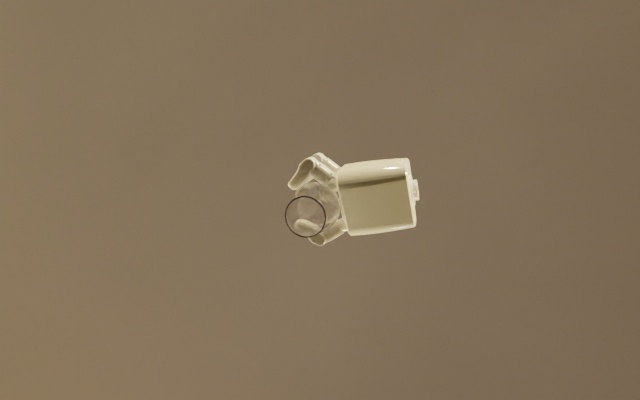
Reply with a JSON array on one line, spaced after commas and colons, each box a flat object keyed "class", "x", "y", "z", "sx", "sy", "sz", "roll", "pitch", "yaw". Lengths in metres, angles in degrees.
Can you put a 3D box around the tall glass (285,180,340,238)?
[{"class": "tall glass", "x": 0.000, "y": 0.002, "z": 0.778, "sx": 0.079, "sy": 0.079, "sz": 0.201, "roll": 0, "pitch": 13, "yaw": 13}]
